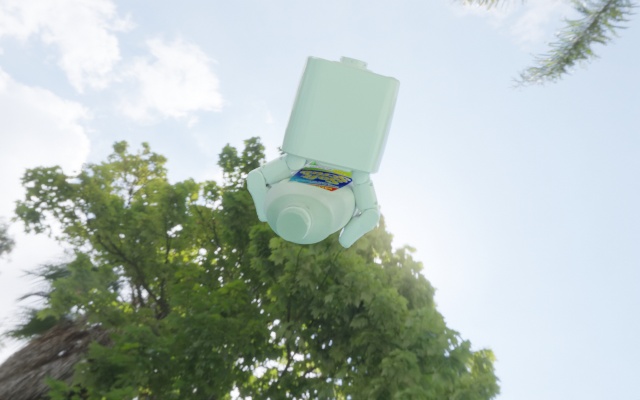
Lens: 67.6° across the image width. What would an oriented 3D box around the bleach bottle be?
[{"bbox_3d":[0.000,0.002,0.550,0.102,0.068,0.250,16,13,5],"label":"bleach bottle"}]
